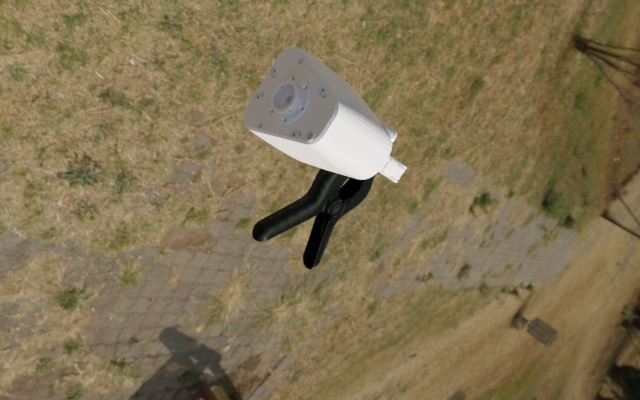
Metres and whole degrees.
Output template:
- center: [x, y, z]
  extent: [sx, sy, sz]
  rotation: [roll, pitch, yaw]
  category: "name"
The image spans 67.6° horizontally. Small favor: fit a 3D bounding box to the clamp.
- center: [0.001, 0.002, 0.553]
  extent: [0.039, 0.171, 0.120]
  rotation: [40, 10, 35]
  category: "clamp"
